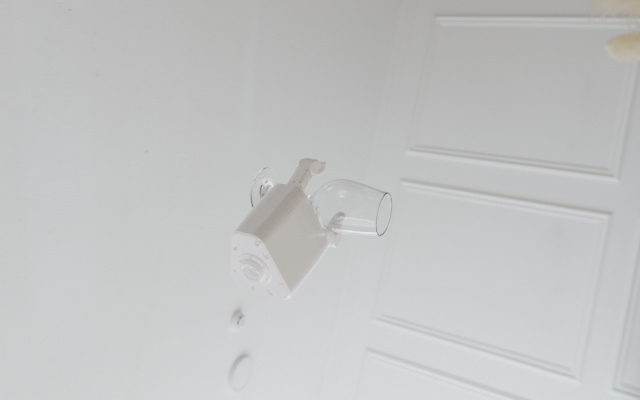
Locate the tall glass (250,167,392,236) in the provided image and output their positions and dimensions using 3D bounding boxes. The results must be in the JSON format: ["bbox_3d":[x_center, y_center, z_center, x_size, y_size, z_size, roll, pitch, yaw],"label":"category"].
[{"bbox_3d":[0.000,0.002,0.701,0.201,0.079,0.079,11,5,26],"label":"tall glass"}]
